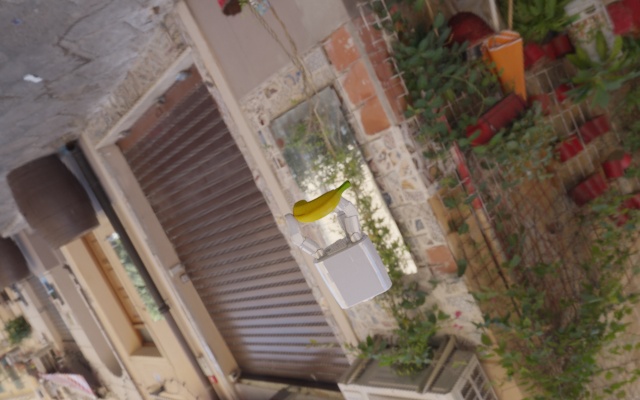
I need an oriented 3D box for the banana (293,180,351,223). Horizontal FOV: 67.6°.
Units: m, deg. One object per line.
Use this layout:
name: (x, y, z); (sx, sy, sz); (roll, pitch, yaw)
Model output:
banana: (-0.012, 0.012, 0.842); (0.069, 0.037, 0.198); (-36, 8, -27)
